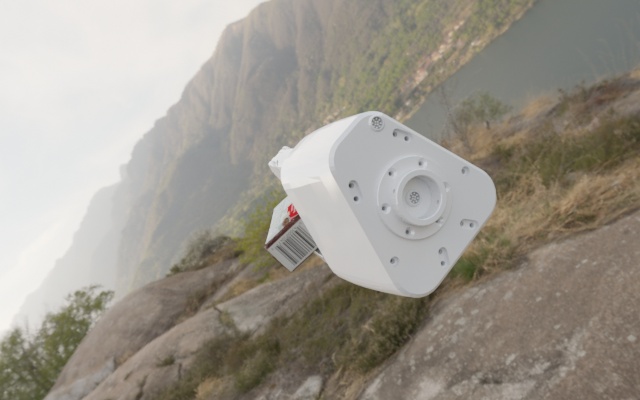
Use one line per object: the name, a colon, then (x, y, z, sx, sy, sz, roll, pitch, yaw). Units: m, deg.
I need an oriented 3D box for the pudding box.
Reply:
pudding box: (0.000, 0.001, 0.450, 0.113, 0.039, 0.090, -42, 15, 15)
